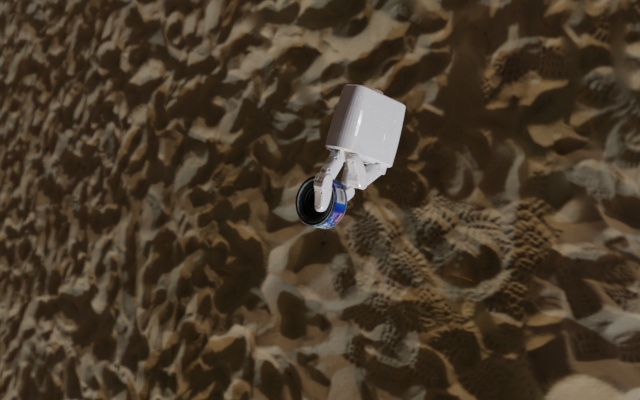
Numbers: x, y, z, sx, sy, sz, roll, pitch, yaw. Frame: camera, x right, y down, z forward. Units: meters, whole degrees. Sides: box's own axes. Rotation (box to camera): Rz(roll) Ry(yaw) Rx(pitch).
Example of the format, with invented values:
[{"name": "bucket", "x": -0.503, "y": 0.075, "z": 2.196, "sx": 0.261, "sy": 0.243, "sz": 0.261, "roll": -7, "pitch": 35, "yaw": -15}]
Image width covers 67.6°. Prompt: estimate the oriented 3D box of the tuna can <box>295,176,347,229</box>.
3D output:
[{"name": "tuna can", "x": 0.000, "y": 0.003, "z": 0.782, "sx": 0.086, "sy": 0.086, "sz": 0.034, "roll": 0, "pitch": -8, "yaw": 40}]
